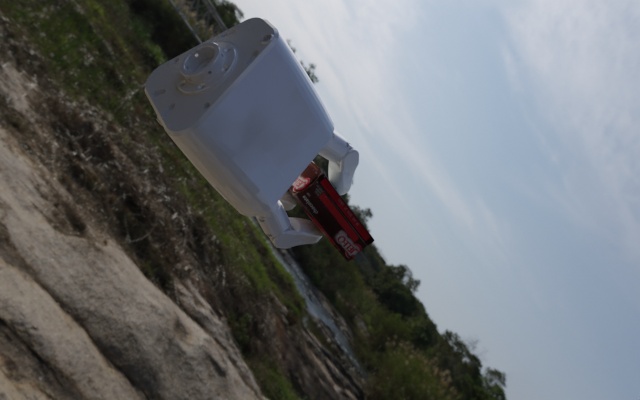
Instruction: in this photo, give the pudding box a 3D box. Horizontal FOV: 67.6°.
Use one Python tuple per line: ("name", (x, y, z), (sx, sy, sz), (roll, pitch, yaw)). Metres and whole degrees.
("pudding box", (0.000, 0.001, 0.485), (0.039, 0.090, 0.113), (-37, 23, 0))
